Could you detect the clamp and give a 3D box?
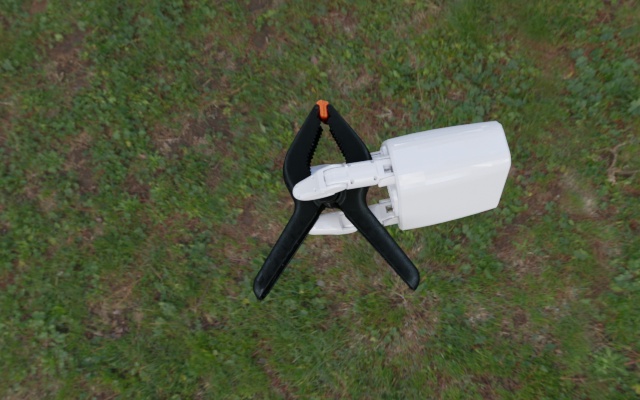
[{"bbox_3d":[0.000,0.001,0.491,0.164,0.210,0.036,-11,-13,2],"label":"clamp"}]
